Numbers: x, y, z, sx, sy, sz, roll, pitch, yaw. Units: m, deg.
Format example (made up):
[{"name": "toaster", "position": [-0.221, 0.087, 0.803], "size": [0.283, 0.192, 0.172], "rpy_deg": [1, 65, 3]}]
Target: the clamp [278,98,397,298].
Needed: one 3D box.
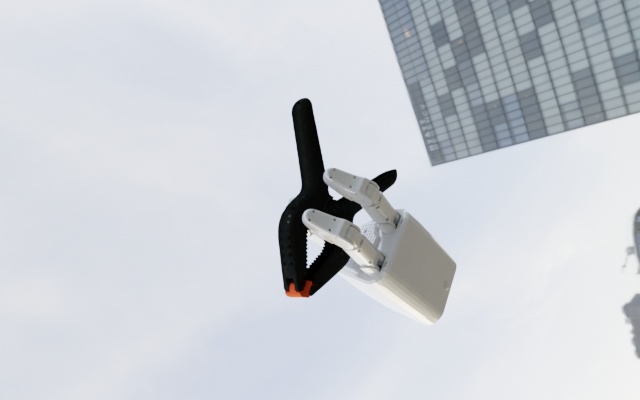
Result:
[{"name": "clamp", "position": [0.000, 0.002, 0.523], "size": [0.165, 0.210, 0.036], "rpy_deg": [40, -31, -25]}]
